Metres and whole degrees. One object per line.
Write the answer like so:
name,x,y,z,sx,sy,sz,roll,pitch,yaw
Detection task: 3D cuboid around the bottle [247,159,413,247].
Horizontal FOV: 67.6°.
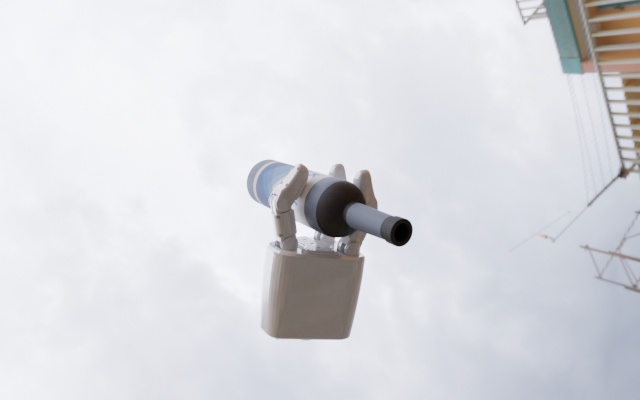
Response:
bottle,0.000,0.002,0.569,0.069,0.069,0.295,0,11,-32
